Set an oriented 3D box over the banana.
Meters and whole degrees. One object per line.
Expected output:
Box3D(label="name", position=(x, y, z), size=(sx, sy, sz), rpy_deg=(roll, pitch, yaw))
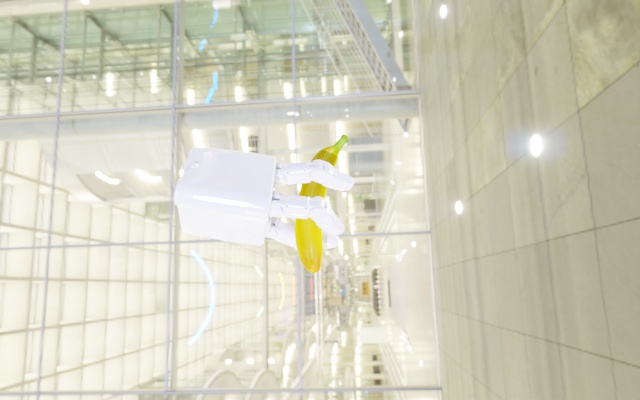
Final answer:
Box3D(label="banana", position=(-0.007, 0.004, 0.634), size=(0.037, 0.197, 0.070), rpy_deg=(20, -25, -19))
